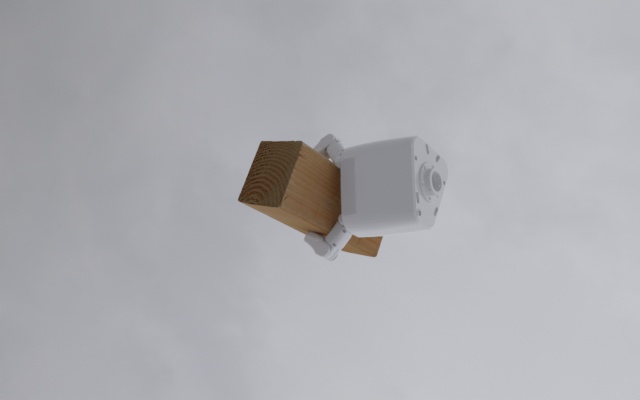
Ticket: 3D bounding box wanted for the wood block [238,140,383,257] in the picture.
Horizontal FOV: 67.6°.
[{"bbox_3d":[0.000,0.003,0.672,0.090,0.091,0.206,7,-17,45],"label":"wood block"}]
